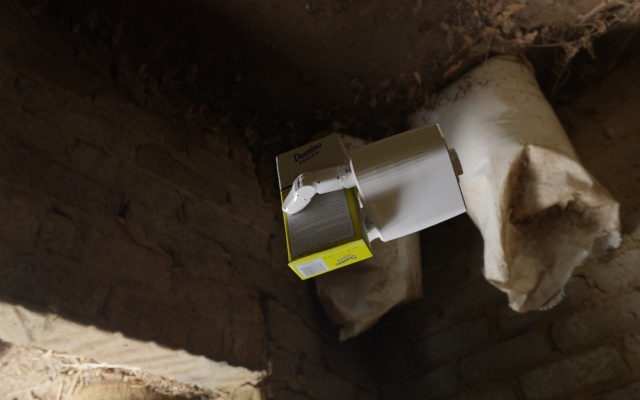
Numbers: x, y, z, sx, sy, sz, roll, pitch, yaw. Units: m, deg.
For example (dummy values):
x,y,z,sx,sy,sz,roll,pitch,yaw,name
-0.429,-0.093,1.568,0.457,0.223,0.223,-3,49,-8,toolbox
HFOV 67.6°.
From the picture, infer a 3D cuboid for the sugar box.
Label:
x,y,z,sx,sy,sz,roll,pitch,yaw,name
0.000,0.002,0.596,0.093,0.176,0.048,-20,-43,12,sugar box
